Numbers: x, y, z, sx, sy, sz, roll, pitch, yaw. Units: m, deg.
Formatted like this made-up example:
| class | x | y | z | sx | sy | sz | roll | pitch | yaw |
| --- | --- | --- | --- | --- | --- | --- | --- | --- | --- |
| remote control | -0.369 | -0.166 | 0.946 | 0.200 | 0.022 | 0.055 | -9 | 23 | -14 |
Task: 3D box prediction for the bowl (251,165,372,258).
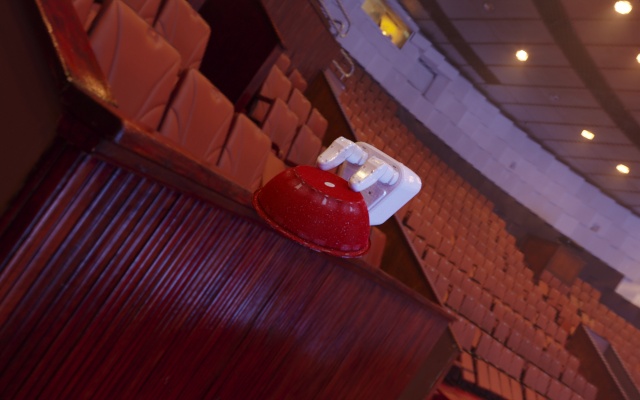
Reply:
| class | x | y | z | sx | sy | sz | roll | pitch | yaw |
| --- | --- | --- | --- | --- | --- | --- | --- | --- | --- |
| bowl | 0.000 | 0.002 | 0.585 | 0.162 | 0.055 | 0.162 | 22 | 20 | -8 |
